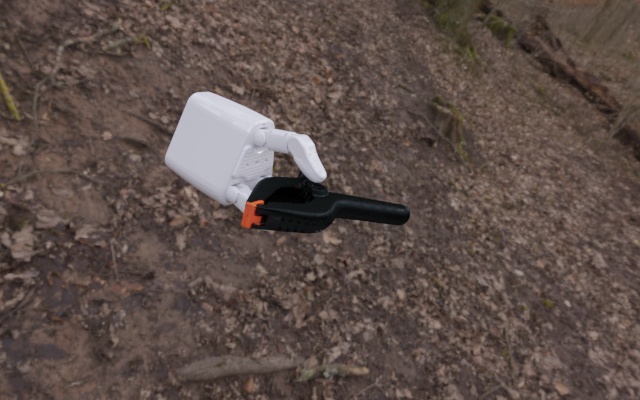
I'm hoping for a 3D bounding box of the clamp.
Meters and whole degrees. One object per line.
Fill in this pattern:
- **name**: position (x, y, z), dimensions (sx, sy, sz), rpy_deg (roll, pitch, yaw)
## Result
- **clamp**: position (0.000, 0.001, 0.540), dimensions (0.164, 0.036, 0.210), rpy_deg (28, 26, 23)
